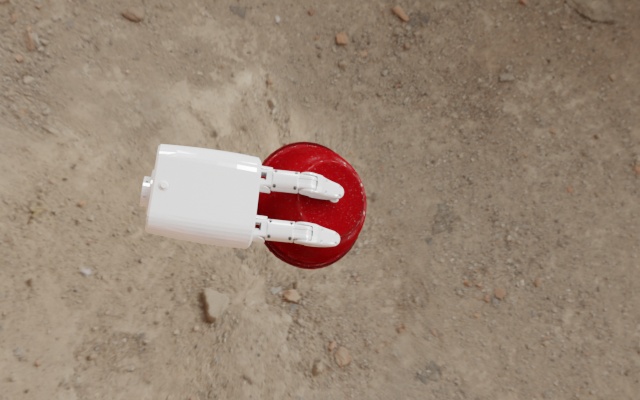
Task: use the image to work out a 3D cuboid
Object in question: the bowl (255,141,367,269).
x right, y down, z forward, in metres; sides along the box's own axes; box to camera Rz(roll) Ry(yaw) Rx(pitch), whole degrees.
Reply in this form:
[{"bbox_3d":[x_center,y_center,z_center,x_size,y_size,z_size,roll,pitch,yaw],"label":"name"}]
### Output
[{"bbox_3d":[0.001,0.002,0.578,0.162,0.162,0.055,0,-7,-30],"label":"bowl"}]
